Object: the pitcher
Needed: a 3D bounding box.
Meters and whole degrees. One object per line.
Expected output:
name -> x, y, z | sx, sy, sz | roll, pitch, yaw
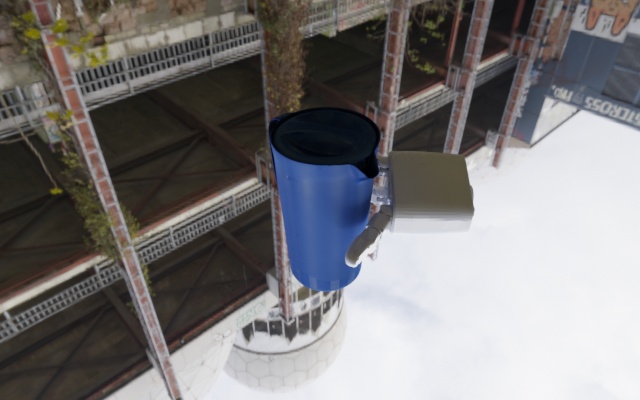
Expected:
pitcher -> 0.000, 0.002, 0.652 | 0.145, 0.243, 0.149 | 1, 40, 1
